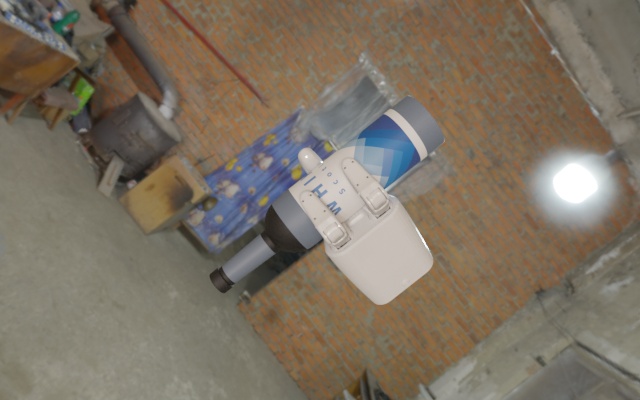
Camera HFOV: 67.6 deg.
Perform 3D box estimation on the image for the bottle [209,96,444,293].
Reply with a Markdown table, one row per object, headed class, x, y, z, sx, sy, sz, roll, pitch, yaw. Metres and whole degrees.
| class | x | y | z | sx | sy | sz | roll | pitch | yaw |
| --- | --- | --- | --- | --- | --- | --- | --- | --- | --- |
| bottle | 0.000 | 0.002 | 0.530 | 0.296 | 0.069 | 0.069 | -38 | -1 | 1 |
